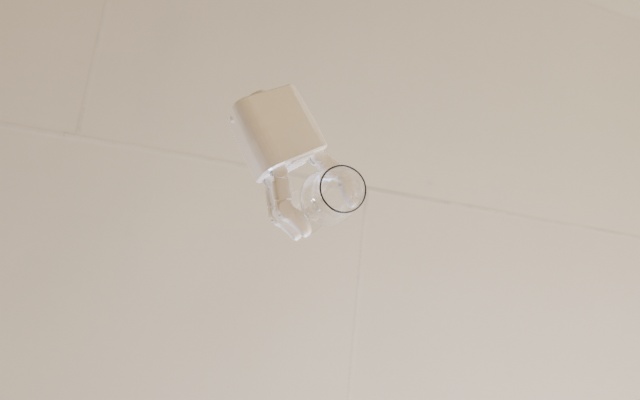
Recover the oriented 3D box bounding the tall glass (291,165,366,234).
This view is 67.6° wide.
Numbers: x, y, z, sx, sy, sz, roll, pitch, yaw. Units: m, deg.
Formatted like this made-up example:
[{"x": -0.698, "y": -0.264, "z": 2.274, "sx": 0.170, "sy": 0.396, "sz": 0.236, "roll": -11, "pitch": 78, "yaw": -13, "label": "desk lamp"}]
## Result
[{"x": 0.000, "y": 0.002, "z": 0.686, "sx": 0.079, "sy": 0.079, "sz": 0.201, "roll": 0, "pitch": -10, "yaw": -17, "label": "tall glass"}]
